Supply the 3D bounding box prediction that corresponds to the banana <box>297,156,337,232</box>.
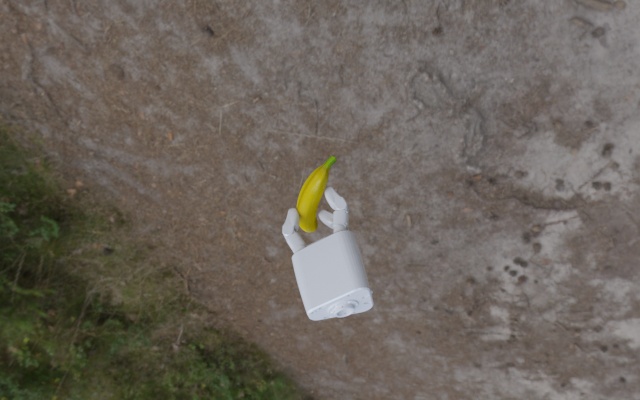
[{"bbox_3d":[-0.014,0.007,0.861,0.069,0.037,0.198,-24,-29,-32],"label":"banana"}]
